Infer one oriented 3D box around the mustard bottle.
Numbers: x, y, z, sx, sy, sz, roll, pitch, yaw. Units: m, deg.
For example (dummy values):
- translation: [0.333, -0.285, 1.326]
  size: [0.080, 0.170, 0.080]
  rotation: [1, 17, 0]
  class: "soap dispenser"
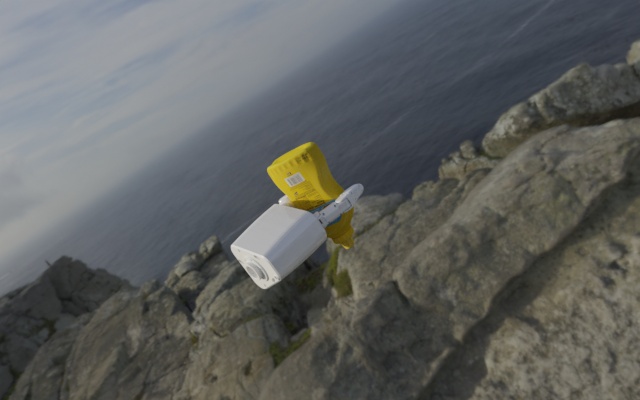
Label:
- translation: [0.000, 0.002, 0.794]
  size: [0.096, 0.192, 0.058]
  rotation: [-23, 19, 33]
  class: "mustard bottle"
